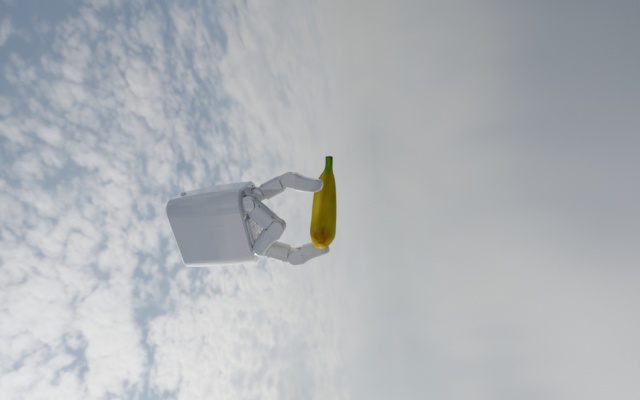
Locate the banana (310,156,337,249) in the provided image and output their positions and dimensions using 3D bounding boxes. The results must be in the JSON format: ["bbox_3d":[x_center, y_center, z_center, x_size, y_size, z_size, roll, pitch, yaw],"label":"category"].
[{"bbox_3d":[0.003,0.015,0.691,0.037,0.070,0.197,-6,37,7],"label":"banana"}]
